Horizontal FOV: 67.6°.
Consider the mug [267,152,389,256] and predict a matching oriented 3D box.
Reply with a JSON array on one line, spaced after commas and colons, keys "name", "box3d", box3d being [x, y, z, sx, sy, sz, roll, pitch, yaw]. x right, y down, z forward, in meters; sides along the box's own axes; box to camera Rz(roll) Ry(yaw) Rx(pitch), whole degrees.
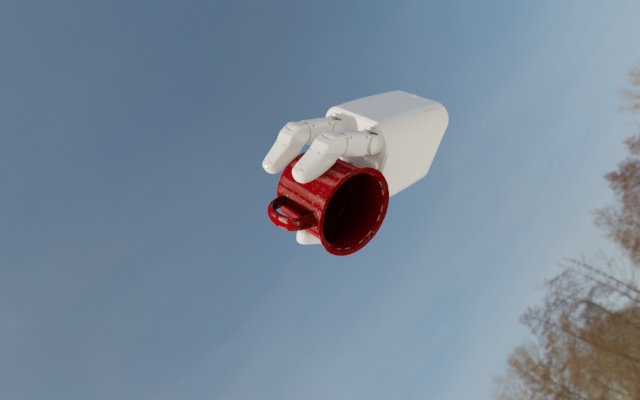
[{"name": "mug", "box3d": [-0.001, 0.002, 0.482, 0.117, 0.093, 0.081, -23, 35, -33]}]
